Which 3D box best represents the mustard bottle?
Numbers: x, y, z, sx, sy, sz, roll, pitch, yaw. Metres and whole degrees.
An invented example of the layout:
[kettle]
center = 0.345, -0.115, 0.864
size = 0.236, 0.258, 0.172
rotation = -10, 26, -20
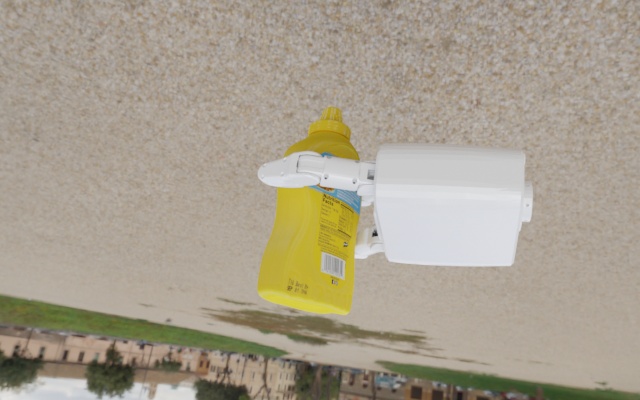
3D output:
[mustard bottle]
center = 0.000, 0.002, 0.436
size = 0.058, 0.191, 0.096
rotation = -8, -25, 40
